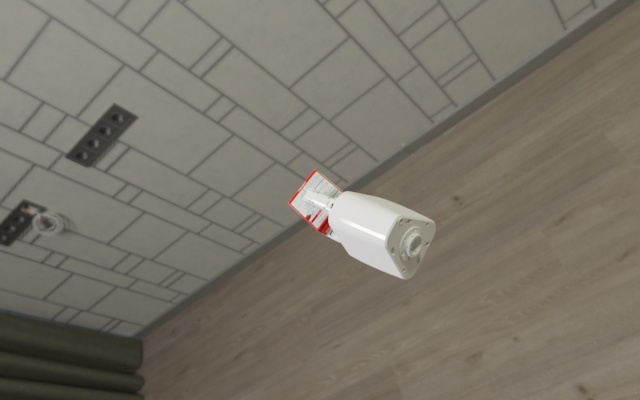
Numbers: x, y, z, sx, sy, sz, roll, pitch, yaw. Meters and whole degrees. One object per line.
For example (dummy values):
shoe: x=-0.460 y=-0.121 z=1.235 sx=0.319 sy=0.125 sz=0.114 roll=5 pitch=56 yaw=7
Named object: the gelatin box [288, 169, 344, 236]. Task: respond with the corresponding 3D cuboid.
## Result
gelatin box: x=0.000 y=0.002 z=0.772 sx=0.089 sy=0.073 sz=0.030 roll=41 pitch=5 yaw=40
